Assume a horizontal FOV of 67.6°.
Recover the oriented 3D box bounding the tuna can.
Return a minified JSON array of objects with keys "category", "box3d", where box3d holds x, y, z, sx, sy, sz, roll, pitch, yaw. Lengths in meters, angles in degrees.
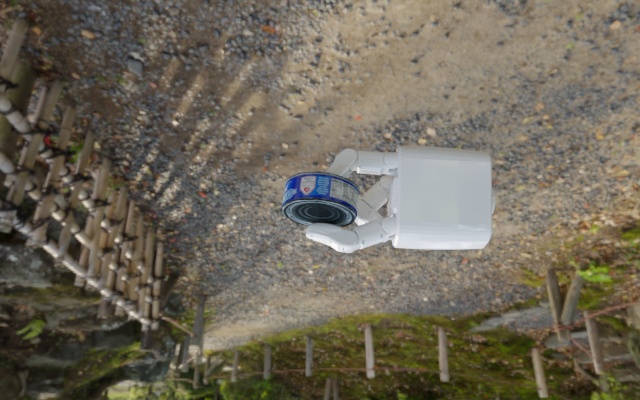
[{"category":"tuna can","box3d":[0.000,0.002,0.536,0.086,0.033,0.086,6,-24,2]}]
